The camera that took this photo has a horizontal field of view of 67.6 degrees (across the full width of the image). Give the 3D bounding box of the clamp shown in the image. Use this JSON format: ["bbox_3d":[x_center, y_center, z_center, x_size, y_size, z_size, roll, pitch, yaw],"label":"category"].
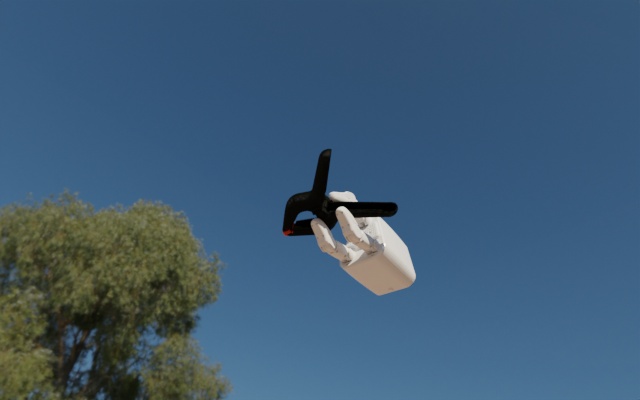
[{"bbox_3d":[0.000,0.002,0.802,0.210,0.036,0.165,-25,-56,35],"label":"clamp"}]
